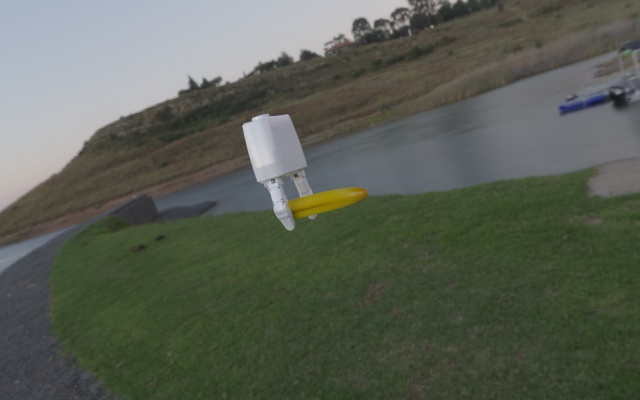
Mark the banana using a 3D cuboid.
[{"bbox_3d":[-0.012,0.007,0.871,0.198,0.037,0.069,-15,2,33],"label":"banana"}]
